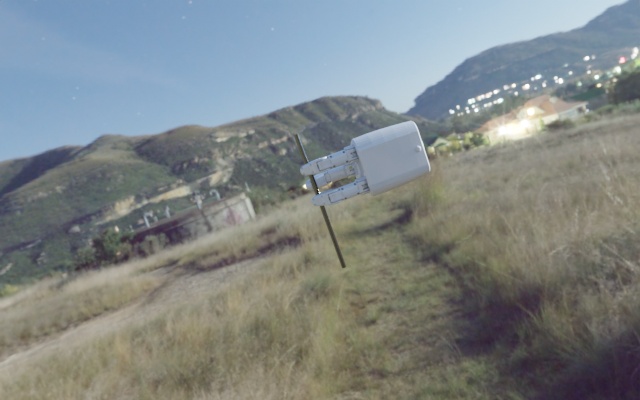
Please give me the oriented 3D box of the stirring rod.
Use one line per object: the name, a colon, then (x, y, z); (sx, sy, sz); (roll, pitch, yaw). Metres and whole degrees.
stirring rod: (0.000, 0.003, 0.806); (0.011, 0.239, 0.011); (-20, 7, 2)
